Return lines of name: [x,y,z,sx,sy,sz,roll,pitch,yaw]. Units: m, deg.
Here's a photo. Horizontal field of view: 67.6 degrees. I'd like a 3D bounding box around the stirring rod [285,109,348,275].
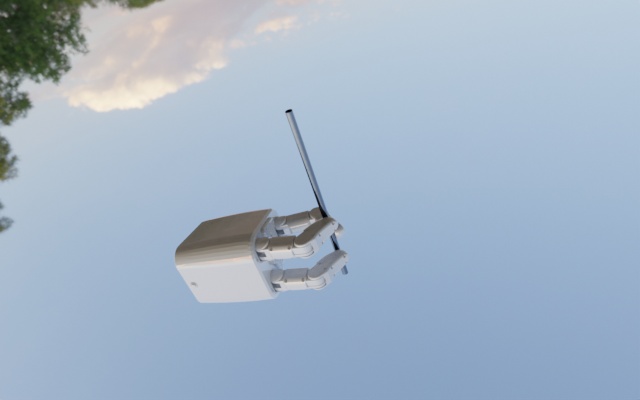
stirring rod: [0.000,0.002,0.553,0.011,0.240,0.011,-12,36,9]
